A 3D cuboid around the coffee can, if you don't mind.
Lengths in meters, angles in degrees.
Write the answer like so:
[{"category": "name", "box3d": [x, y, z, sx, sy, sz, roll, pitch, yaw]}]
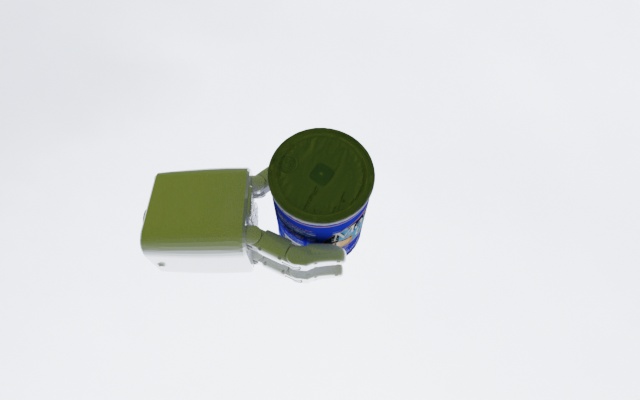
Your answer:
[{"category": "coffee can", "box3d": [0.000, 0.002, 0.516, 0.103, 0.102, 0.140, 0, -23, -1]}]
